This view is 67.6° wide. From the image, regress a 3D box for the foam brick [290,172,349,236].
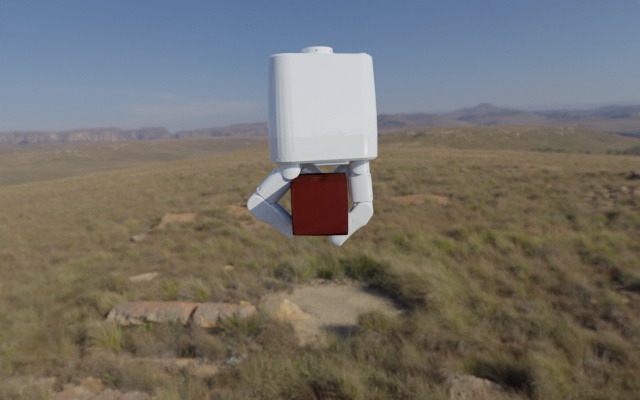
[{"bbox_3d":[0.000,0.002,0.468,0.053,0.051,0.078,-1,9,1],"label":"foam brick"}]
